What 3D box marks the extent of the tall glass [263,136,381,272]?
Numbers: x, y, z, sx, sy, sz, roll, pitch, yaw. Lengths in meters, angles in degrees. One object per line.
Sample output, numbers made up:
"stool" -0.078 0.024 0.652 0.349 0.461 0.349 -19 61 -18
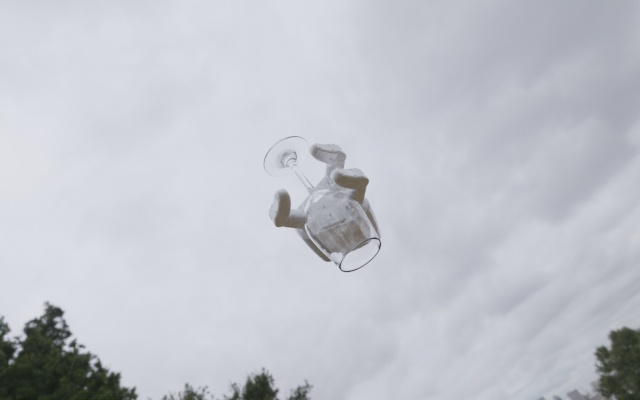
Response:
"tall glass" 0.000 0.002 0.642 0.079 0.079 0.201 0 42 -42
